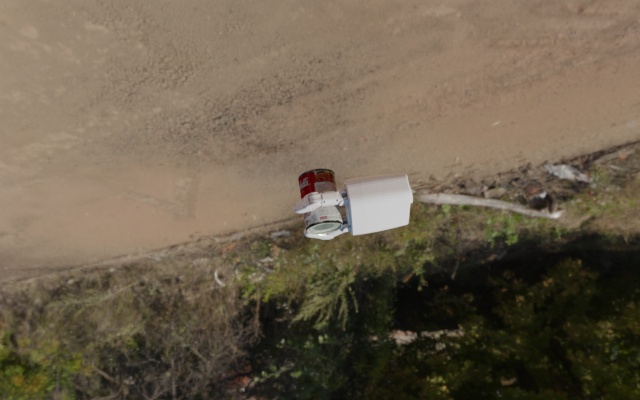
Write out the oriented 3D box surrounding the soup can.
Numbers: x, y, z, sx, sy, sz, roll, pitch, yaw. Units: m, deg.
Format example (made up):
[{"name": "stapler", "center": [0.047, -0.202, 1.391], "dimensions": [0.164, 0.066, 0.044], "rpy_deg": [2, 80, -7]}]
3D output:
[{"name": "soup can", "center": [0.000, 0.003, 0.857], "dimensions": [0.068, 0.102, 0.068], "rpy_deg": [-8, -20, -3]}]
